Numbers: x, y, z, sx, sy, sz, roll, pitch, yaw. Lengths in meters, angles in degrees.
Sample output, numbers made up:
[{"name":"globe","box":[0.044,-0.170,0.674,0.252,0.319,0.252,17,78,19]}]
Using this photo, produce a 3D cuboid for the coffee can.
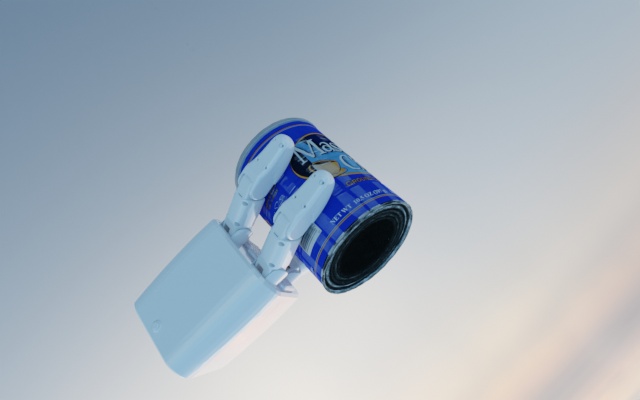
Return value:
[{"name":"coffee can","box":[0.000,0.001,0.446,0.103,0.103,0.140,0,36,-49]}]
